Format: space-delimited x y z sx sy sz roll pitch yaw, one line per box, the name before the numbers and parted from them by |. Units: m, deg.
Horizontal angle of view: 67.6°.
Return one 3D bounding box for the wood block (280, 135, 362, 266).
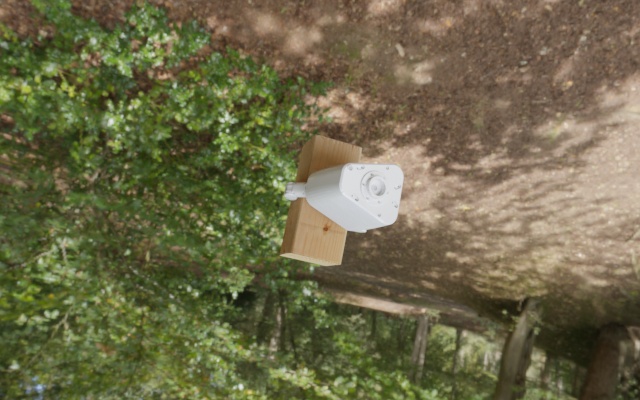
wood block | 0.000 0.003 0.837 0.091 0.206 0.090 15 -13 -15
